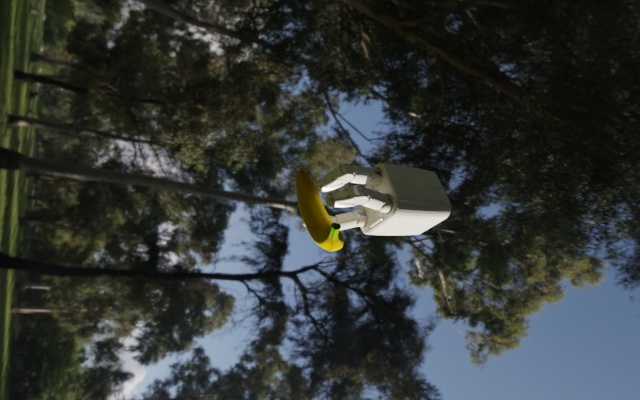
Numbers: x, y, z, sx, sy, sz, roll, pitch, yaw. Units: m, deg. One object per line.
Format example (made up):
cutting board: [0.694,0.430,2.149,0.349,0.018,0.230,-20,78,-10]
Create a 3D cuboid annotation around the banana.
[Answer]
banana: [-0.001,0.021,0.698,0.037,0.070,0.197,0,25,-19]
